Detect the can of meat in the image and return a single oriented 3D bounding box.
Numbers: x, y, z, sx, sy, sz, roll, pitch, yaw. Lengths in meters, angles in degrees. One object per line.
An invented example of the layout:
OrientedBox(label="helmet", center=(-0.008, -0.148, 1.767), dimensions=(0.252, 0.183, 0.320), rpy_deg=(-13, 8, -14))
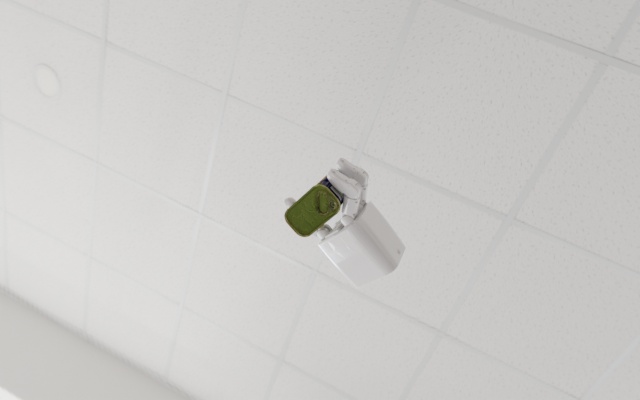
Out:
OrientedBox(label="can of meat", center=(0.000, 0.002, 0.795), dimensions=(0.102, 0.057, 0.084), rpy_deg=(-41, 3, 31))
